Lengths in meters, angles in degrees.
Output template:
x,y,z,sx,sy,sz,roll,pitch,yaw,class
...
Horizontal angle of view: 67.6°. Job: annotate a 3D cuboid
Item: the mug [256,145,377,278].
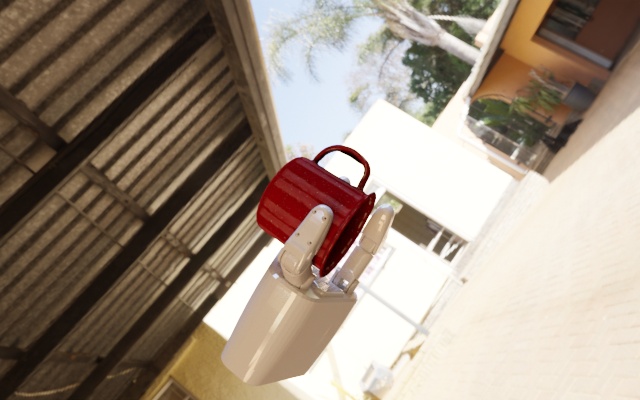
x,y,z,sx,sy,sz,roll,pitch,yaw,class
0.001,0.000,0.448,0.081,0.117,0.093,33,8,15,mug
